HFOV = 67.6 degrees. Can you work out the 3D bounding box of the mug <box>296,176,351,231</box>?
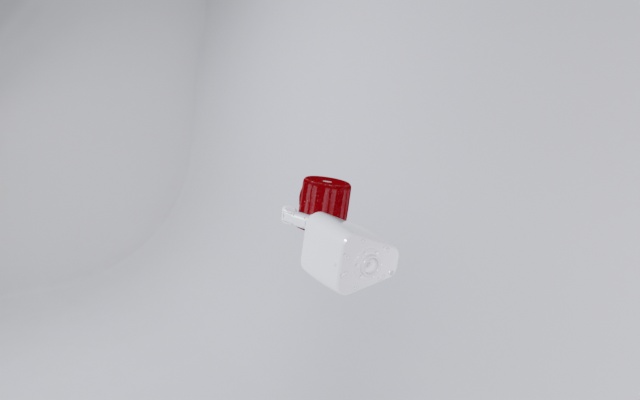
[{"bbox_3d":[-0.001,0.002,0.811,0.093,0.081,0.117,1,14,-33],"label":"mug"}]
